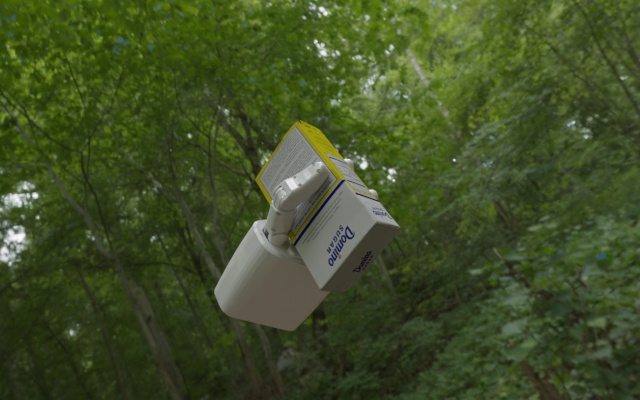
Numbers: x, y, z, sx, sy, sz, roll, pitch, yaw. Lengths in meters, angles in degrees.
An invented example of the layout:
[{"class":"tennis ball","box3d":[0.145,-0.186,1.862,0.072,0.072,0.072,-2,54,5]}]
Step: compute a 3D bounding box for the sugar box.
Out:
[{"class":"sugar box","box3d":[0.000,0.002,0.507,0.048,0.093,0.176,14,31,-46]}]
